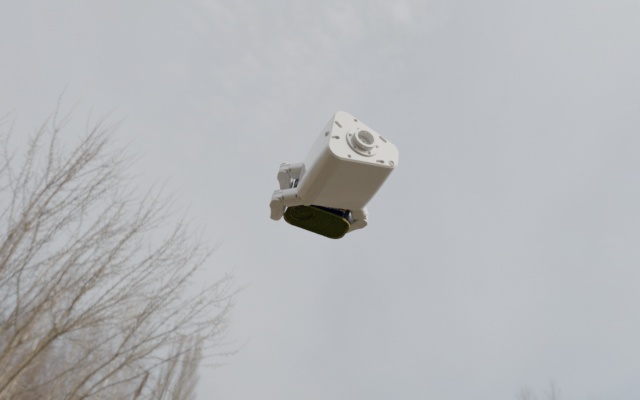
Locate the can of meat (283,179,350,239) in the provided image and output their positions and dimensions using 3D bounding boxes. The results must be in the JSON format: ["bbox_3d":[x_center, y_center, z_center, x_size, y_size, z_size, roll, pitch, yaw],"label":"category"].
[{"bbox_3d":[0.000,0.002,0.762,0.102,0.084,0.057,20,-39,-9],"label":"can of meat"}]
